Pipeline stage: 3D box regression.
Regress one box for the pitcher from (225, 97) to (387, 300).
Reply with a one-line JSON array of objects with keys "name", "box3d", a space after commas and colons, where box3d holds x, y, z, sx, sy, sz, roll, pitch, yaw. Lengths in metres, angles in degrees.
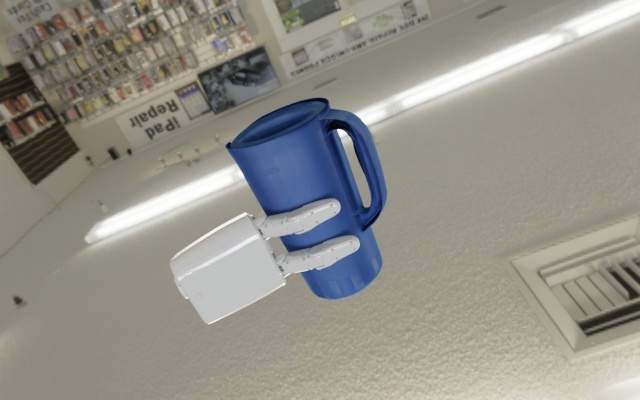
[{"name": "pitcher", "box3d": [0.000, 0.002, 0.601, 0.145, 0.243, 0.149, -29, 24, -9]}]
